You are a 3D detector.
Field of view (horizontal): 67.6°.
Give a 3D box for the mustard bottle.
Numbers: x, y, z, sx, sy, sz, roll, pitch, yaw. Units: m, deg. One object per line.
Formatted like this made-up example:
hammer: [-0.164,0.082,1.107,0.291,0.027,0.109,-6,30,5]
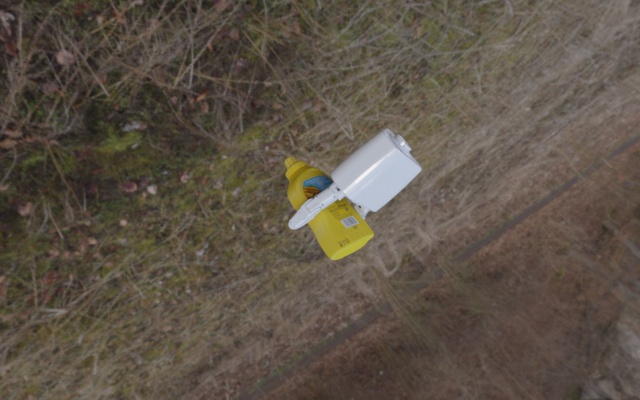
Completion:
mustard bottle: [0.000,0.003,0.791,0.096,0.191,0.058,-19,-24,-45]
